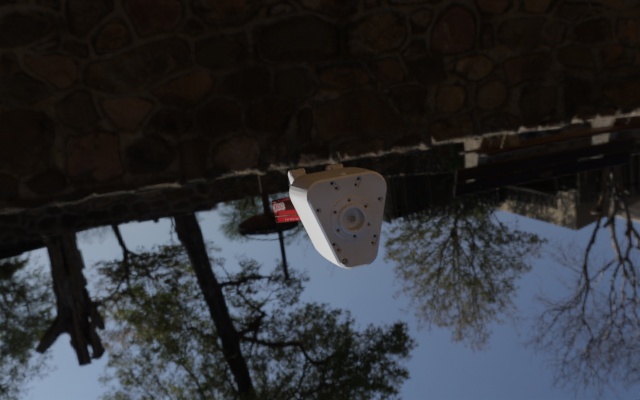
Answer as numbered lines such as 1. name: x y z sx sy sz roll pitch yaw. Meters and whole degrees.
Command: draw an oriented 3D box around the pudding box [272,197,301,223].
1. pudding box: 0.000 0.002 0.693 0.113 0.039 0.090 -12 4 -39
